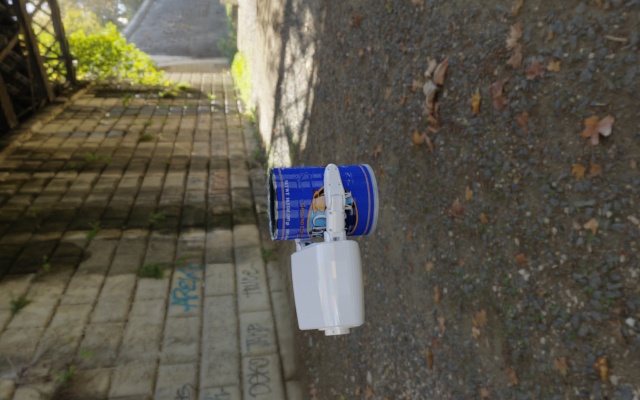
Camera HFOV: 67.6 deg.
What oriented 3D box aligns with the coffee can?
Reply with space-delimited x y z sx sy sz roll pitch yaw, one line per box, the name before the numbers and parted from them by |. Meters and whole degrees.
coffee can | 0.000 0.002 0.672 0.140 0.103 0.103 -2 0 -11
